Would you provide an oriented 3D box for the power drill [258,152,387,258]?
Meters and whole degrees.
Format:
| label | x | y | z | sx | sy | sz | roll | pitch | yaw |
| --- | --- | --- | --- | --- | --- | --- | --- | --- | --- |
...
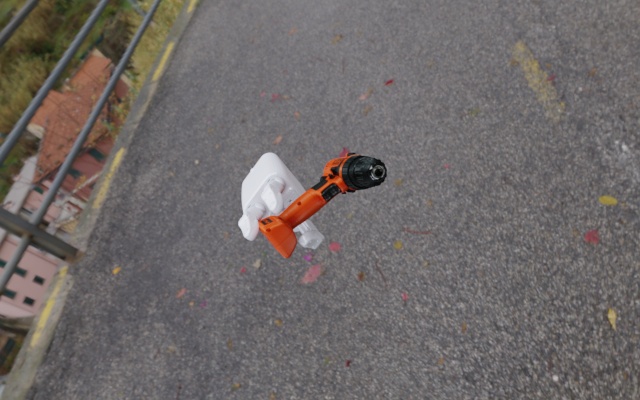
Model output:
| label | x | y | z | sx | sy | sz | roll | pitch | yaw |
| --- | --- | --- | --- | --- | --- | --- | --- | --- | --- |
| power drill | 0.000 | 0.003 | 0.700 | 0.187 | 0.057 | 0.184 | -39 | 11 | -11 |
